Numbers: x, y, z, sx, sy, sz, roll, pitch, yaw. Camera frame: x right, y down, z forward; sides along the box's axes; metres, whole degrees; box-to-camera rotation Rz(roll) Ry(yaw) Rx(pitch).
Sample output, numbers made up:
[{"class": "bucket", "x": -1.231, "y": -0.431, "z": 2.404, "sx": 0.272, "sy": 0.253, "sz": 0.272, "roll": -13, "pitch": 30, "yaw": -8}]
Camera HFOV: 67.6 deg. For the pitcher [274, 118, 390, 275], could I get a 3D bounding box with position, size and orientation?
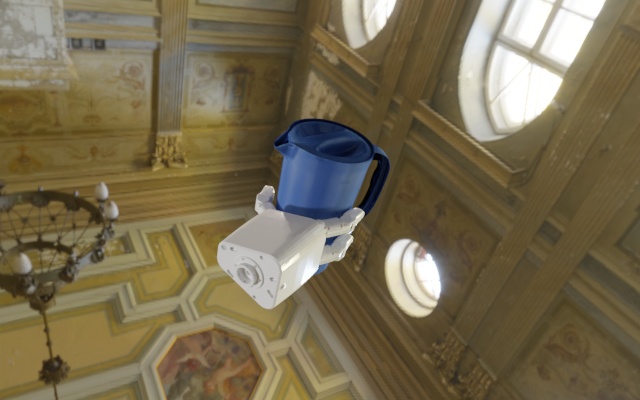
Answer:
[{"class": "pitcher", "x": 0.000, "y": 0.003, "z": 0.770, "sx": 0.149, "sy": 0.243, "sz": 0.145, "roll": 28, "pitch": 35, "yaw": 18}]
